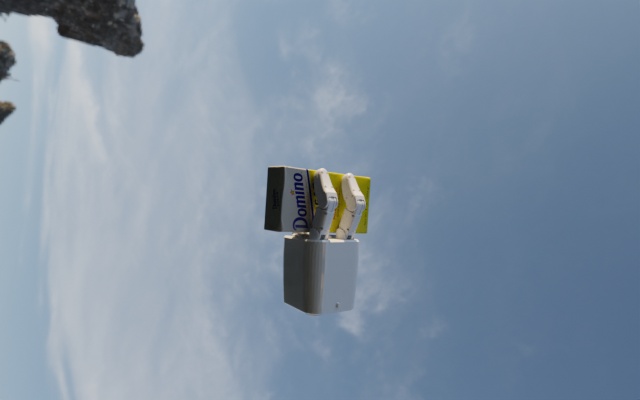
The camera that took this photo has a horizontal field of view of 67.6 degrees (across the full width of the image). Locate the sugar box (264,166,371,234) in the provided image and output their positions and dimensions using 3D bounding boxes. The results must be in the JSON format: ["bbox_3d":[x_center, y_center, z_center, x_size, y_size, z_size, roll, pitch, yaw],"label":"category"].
[{"bbox_3d":[0.001,0.003,0.718,0.176,0.093,0.048,4,-1,-44],"label":"sugar box"}]
